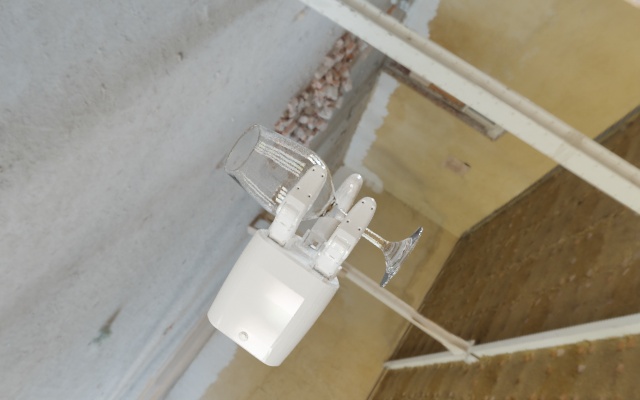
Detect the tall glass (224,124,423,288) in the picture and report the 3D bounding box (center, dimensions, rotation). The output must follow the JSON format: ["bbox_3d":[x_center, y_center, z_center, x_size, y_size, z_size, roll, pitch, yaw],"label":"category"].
[{"bbox_3d":[0.001,0.002,0.490,0.201,0.079,0.079,35,4,5],"label":"tall glass"}]
